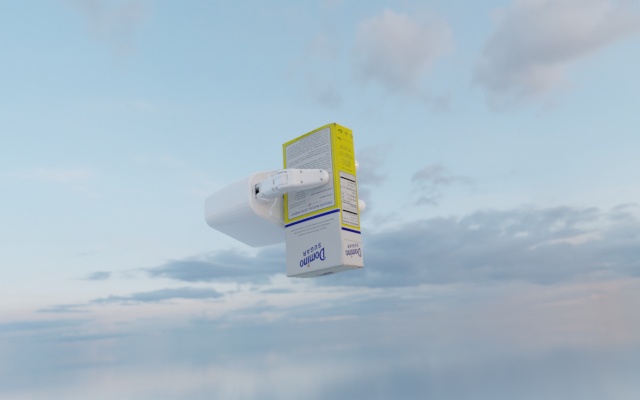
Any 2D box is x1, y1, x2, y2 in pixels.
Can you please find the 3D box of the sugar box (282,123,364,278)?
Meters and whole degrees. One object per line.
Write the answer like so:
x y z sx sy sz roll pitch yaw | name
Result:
0.000 0.002 0.586 0.093 0.176 0.048 -18 -20 40 | sugar box
